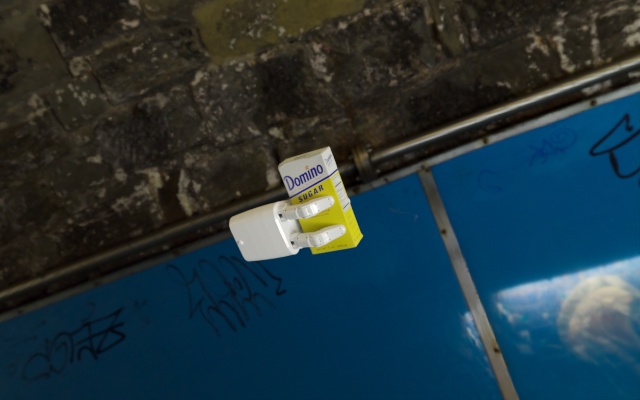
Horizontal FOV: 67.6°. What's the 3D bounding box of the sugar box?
[{"bbox_3d":[0.000,0.003,0.838,0.093,0.176,0.048,-14,18,29],"label":"sugar box"}]
